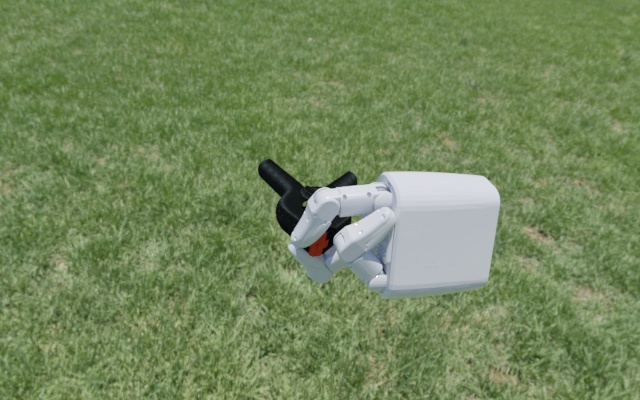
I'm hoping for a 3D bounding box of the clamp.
[{"bbox_3d":[0.000,0.001,0.522,0.120,0.039,0.171,-2,32,-14],"label":"clamp"}]
